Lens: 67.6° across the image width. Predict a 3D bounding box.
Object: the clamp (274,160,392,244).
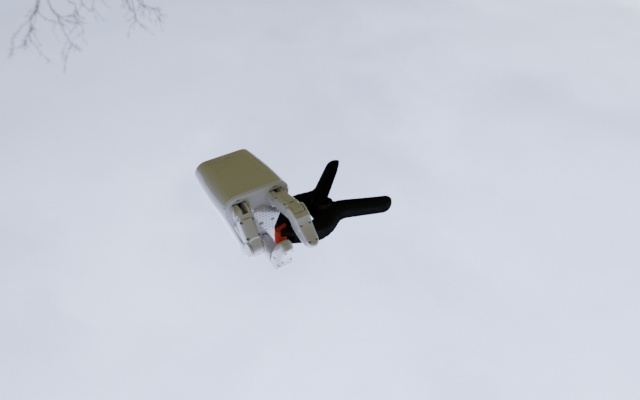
[{"bbox_3d":[0.000,0.003,0.667,0.171,0.039,0.120,-23,44,-26],"label":"clamp"}]
